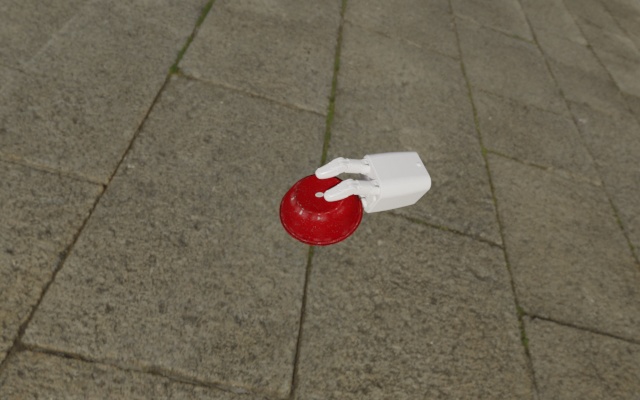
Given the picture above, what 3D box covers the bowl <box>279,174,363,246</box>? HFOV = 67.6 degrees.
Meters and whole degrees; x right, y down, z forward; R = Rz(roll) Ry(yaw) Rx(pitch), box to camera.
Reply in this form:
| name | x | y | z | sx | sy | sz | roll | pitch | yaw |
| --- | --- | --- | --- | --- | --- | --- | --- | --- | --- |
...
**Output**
| name | x | y | z | sx | sy | sz | roll | pitch | yaw |
| --- | --- | --- | --- | --- | --- | --- | --- | --- | --- |
| bowl | -0.001 | 0.003 | 0.894 | 0.162 | 0.162 | 0.055 | 0 | -36 | 3 |
